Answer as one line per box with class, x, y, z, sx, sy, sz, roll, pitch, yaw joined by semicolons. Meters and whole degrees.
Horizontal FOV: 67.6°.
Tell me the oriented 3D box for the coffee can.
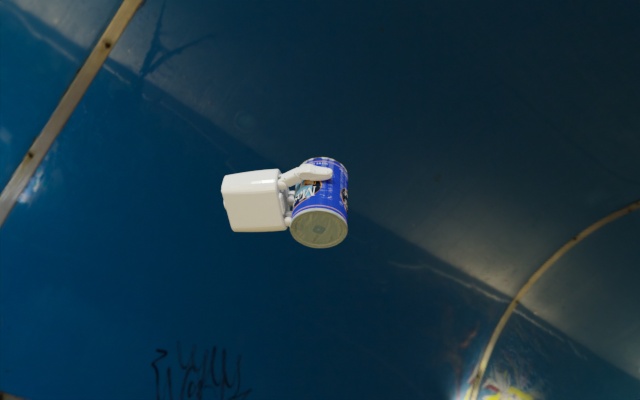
coffee can;0.000;0.003;0.891;0.103;0.140;0.103;2;-44;2
